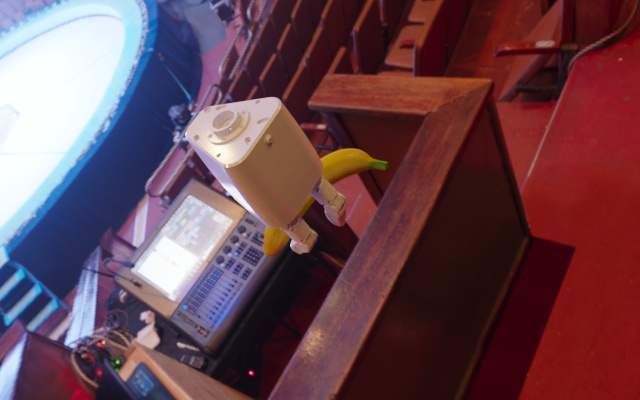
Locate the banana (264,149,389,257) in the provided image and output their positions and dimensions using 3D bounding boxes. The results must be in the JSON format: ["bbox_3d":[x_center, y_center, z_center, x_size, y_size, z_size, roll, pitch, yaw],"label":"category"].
[{"bbox_3d":[-0.007,-0.010,0.621,0.069,0.198,0.037,45,-10,40],"label":"banana"}]
